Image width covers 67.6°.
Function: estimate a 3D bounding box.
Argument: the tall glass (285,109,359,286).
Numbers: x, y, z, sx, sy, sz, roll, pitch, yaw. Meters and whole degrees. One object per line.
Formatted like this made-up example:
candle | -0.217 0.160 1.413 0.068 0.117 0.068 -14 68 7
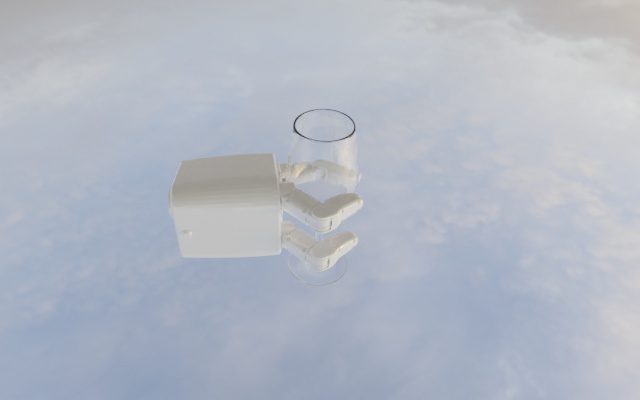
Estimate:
tall glass | 0.000 0.002 0.530 0.079 0.201 0.079 2 40 -2
